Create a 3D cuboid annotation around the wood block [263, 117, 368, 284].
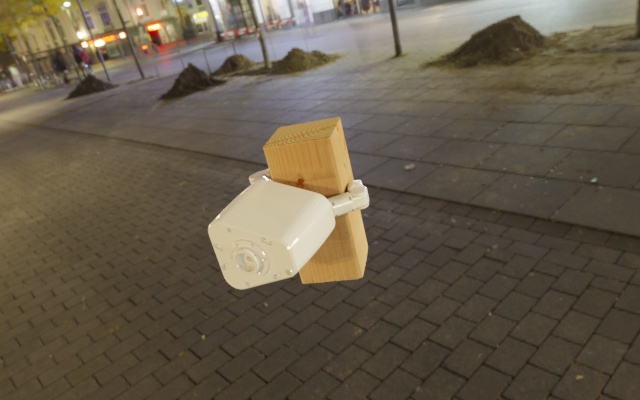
[{"bbox_3d":[0.000,0.002,0.660,0.091,0.206,0.090,-7,24,15],"label":"wood block"}]
